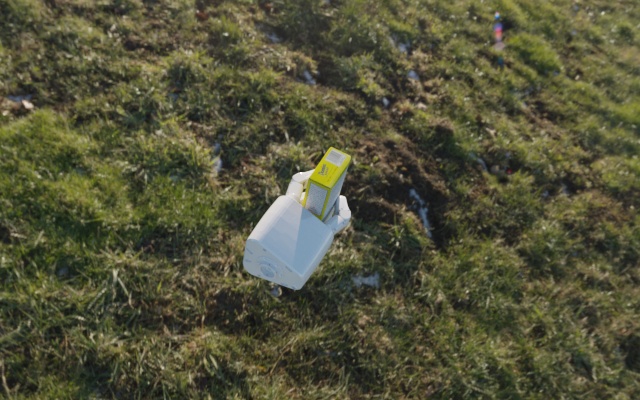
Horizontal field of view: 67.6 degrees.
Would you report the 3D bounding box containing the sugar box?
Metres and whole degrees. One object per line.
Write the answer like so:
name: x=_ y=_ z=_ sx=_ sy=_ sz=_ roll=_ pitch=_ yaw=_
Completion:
sugar box: x=0.000 y=0.002 z=0.831 sx=0.048 sy=0.176 sz=0.093 roll=27 pitch=47 yaw=7
